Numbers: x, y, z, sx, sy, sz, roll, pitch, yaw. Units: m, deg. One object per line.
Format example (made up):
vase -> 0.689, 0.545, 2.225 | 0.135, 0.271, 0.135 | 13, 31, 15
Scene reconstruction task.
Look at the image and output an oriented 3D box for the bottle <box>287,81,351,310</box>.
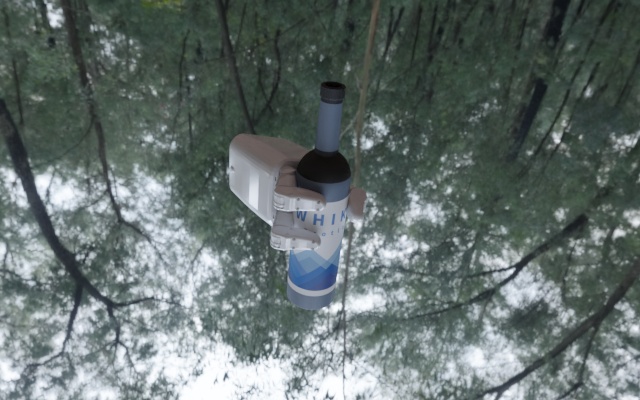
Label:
bottle -> 0.000, 0.002, 0.589 | 0.069, 0.296, 0.069 | 5, 30, -3
